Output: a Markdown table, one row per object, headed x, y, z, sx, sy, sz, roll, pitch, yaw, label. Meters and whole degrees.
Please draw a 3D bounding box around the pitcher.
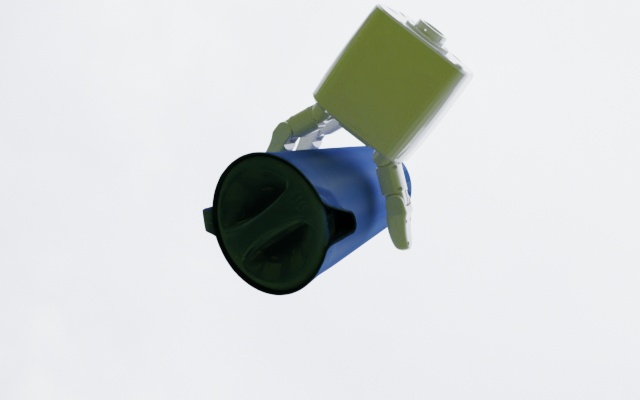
| x | y | z | sx | sy | sz | roll | pitch | yaw | label |
| --- | --- | --- | --- | --- | --- | --- | --- | --- | --- |
| 0.000 | 0.002 | 0.533 | 0.149 | 0.145 | 0.243 | 44 | 29 | 17 | pitcher |
